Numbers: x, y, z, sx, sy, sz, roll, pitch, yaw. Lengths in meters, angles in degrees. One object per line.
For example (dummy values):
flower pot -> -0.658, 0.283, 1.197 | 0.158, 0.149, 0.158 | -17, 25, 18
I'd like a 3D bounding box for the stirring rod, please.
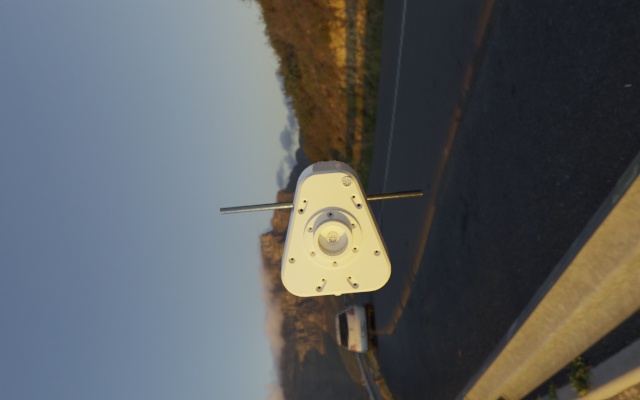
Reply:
stirring rod -> 0.000, 0.002, 0.569 | 0.239, 0.011, 0.011 | -5, 0, 1
